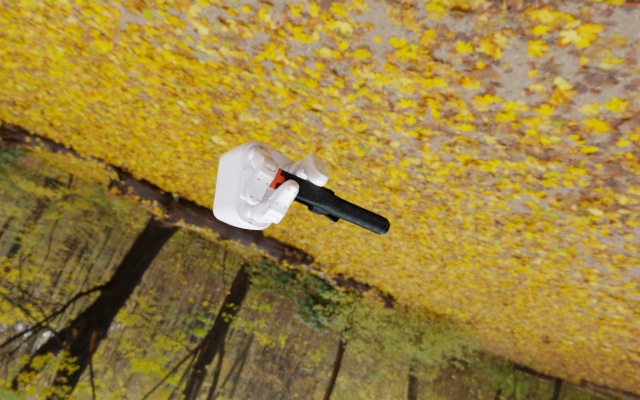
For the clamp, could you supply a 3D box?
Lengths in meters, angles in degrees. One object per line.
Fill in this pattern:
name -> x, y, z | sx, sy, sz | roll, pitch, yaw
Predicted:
clamp -> 0.000, 0.003, 0.649 | 0.171, 0.039, 0.120 | 28, -15, -27
